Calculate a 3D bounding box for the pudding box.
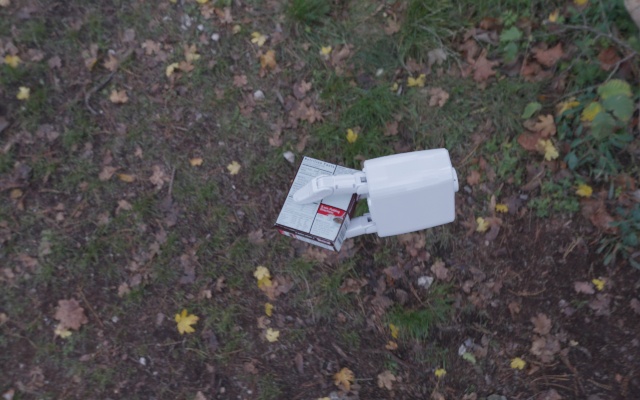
[{"bbox_3d":[0.000,0.002,0.649,0.090,0.113,0.039,16,-21,17],"label":"pudding box"}]
